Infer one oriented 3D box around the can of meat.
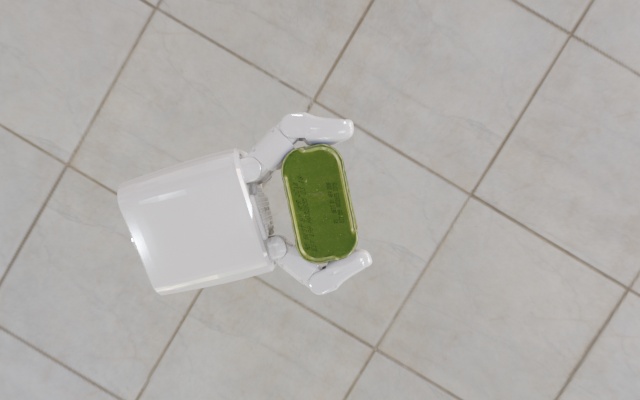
[{"bbox_3d":[0.000,0.001,0.425,0.057,0.102,0.084,-12,2,2],"label":"can of meat"}]
